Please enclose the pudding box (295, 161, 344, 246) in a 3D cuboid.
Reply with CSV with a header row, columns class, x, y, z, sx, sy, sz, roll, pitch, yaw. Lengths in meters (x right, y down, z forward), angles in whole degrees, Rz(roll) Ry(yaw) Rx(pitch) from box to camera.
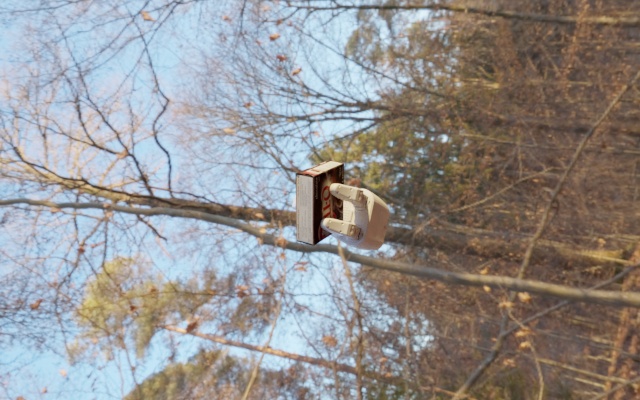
class,x,y,z,sx,sy,sz,roll,pitch,yaw
pudding box,0.000,0.002,0.741,0.039,0.113,0.090,9,21,30
